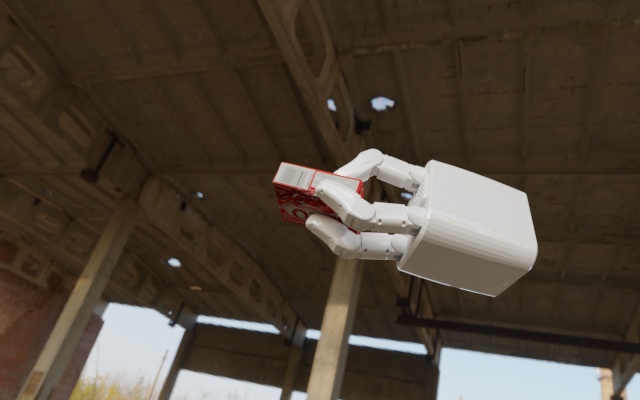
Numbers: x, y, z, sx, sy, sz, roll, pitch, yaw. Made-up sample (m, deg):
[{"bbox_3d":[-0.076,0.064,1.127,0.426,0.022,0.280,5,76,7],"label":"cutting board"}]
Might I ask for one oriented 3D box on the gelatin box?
[{"bbox_3d":[0.000,0.001,0.495,0.089,0.030,0.073,14,-31,14],"label":"gelatin box"}]
